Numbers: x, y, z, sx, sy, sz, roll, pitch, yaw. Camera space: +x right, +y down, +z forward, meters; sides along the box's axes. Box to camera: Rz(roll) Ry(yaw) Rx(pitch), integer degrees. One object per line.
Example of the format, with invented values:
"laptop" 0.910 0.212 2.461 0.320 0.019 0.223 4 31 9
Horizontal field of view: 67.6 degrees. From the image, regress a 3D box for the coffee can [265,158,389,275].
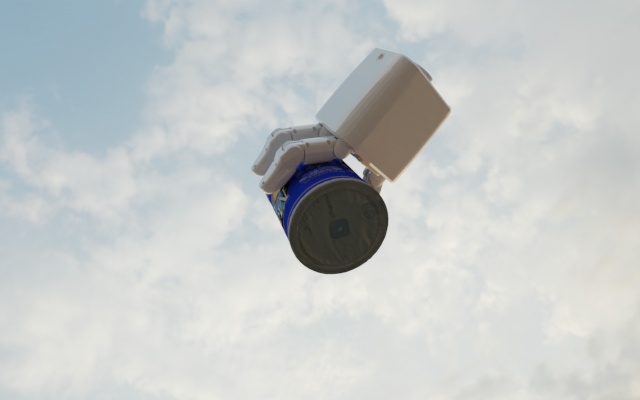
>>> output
"coffee can" 0.000 0.002 0.525 0.103 0.103 0.140 0 22 -18
